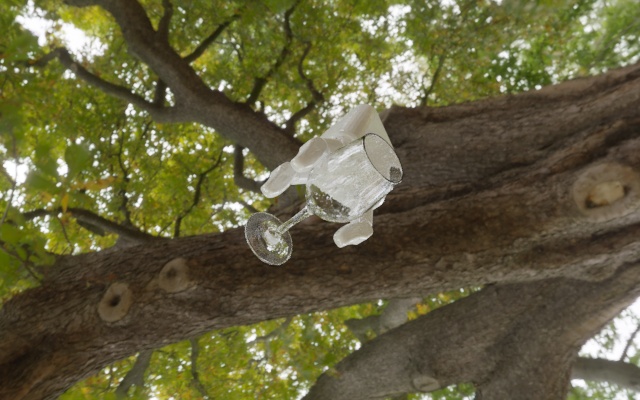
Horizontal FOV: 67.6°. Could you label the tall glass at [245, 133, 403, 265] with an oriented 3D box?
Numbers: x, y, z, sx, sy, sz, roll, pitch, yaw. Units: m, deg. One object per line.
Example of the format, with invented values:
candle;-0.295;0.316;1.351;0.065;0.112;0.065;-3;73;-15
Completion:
tall glass;0.000;0.002;0.554;0.079;0.079;0.201;0;-28;-48
